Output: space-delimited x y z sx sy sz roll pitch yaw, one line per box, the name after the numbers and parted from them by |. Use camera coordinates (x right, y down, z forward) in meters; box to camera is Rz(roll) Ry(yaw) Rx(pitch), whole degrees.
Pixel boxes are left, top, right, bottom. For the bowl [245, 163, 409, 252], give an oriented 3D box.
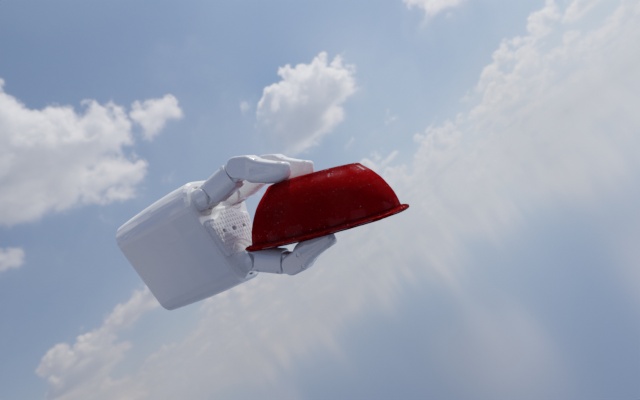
0.001 0.001 0.459 0.162 0.055 0.162 -15 0 0 | bowl
